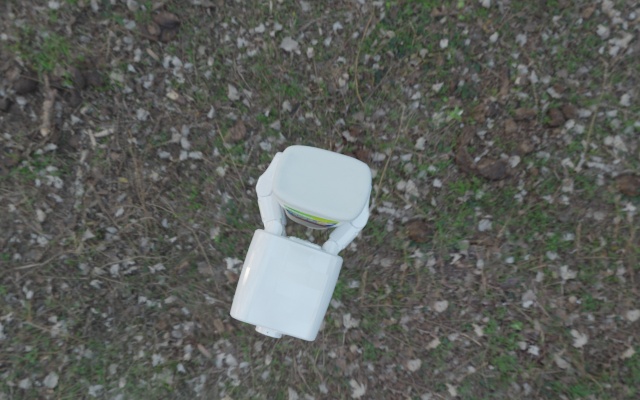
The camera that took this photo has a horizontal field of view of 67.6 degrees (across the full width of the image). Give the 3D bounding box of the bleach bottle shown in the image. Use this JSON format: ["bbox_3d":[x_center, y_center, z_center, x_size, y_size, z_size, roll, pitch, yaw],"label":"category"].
[{"bbox_3d":[0.000,0.002,0.600,0.102,0.068,0.251,17,-10,3],"label":"bleach bottle"}]
